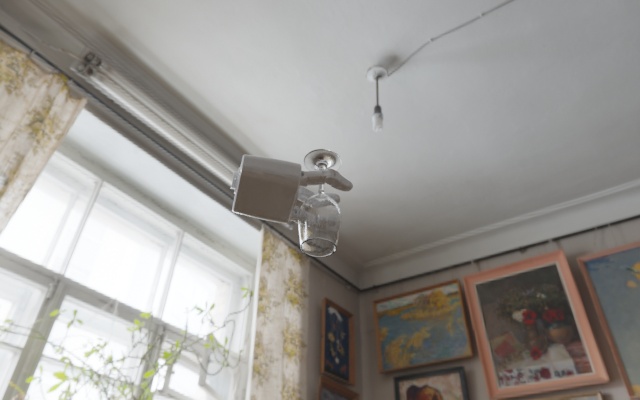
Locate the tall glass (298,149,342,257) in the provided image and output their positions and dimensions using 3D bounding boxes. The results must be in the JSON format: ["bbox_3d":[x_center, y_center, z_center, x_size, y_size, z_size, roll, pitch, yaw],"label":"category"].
[{"bbox_3d":[0.000,0.002,0.877,0.079,0.200,0.079,1,-37,1],"label":"tall glass"}]
